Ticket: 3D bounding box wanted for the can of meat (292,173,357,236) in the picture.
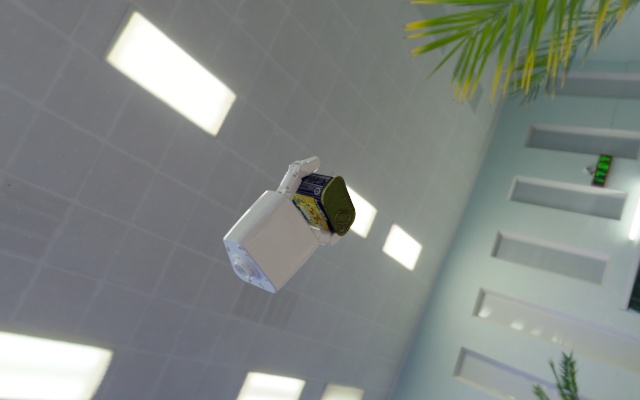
[{"bbox_3d":[0.000,0.002,0.775,0.084,0.102,0.057,13,52,38],"label":"can of meat"}]
